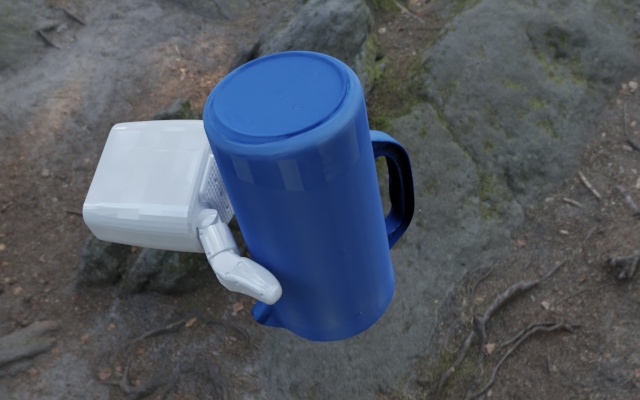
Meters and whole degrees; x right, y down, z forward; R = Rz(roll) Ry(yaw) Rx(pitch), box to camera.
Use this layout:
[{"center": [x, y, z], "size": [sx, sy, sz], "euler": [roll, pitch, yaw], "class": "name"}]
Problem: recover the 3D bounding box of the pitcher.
[{"center": [0.000, 0.001, 0.401], "size": [0.145, 0.149, 0.243], "euler": [5, -39, 14], "class": "pitcher"}]
